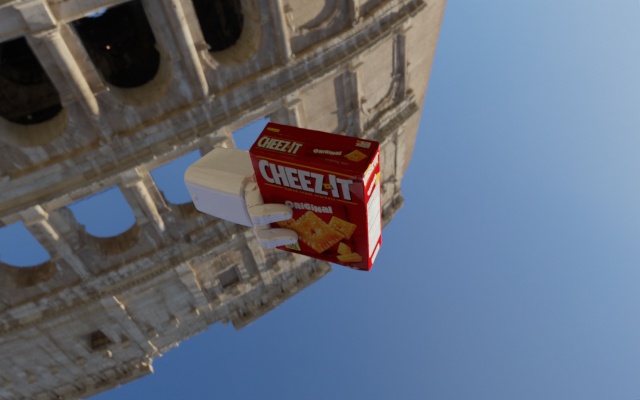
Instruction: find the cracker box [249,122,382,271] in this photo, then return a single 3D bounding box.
[{"bbox_3d":[0.000,0.002,0.691,0.164,0.072,0.214,13,-39,19],"label":"cracker box"}]
